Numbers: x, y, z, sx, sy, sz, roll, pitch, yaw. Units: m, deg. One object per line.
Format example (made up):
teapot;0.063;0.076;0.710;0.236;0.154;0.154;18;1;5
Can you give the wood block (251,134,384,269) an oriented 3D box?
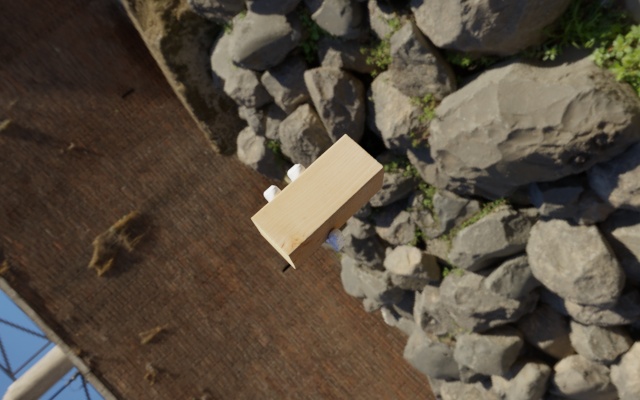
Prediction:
wood block;0.000;0.003;0.785;0.091;0.206;0.090;43;-12;18
